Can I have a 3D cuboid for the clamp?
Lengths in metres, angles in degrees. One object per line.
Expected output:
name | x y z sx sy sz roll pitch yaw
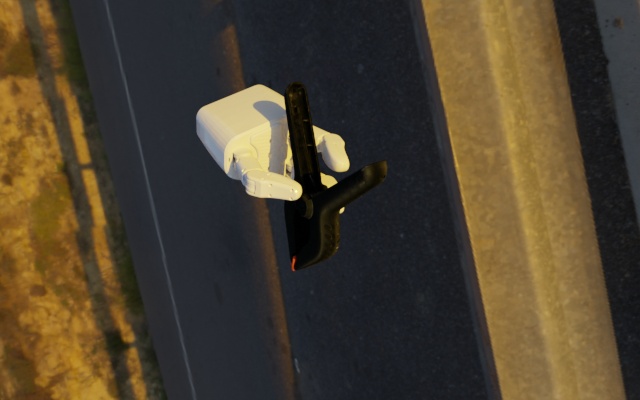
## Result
clamp | -0.001 0.002 0.503 0.036 0.210 0.164 -12 37 -29
